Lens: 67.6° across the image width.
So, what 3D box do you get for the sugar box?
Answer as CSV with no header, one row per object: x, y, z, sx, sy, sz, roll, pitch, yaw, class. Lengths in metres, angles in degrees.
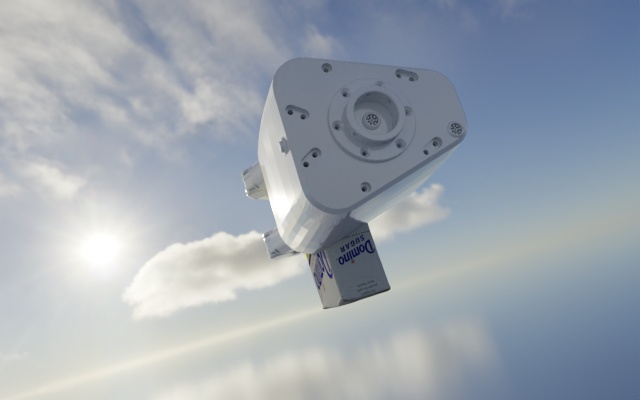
0.000,0.001,0.407,0.048,0.176,0.093,-13,-13,-13,sugar box
